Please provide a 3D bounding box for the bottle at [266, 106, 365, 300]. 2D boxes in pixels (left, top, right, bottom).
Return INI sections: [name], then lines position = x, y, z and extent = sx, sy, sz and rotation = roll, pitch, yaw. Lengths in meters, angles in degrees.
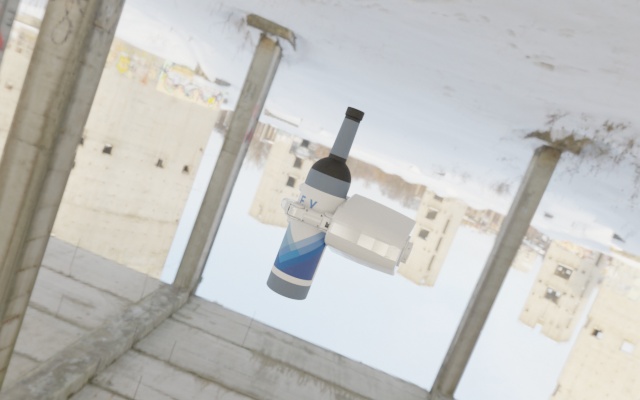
[bottle]
position = 0.000, 0.003, 0.720
extent = 0.069, 0.296, 0.069
rotation = 21, 7, -2
